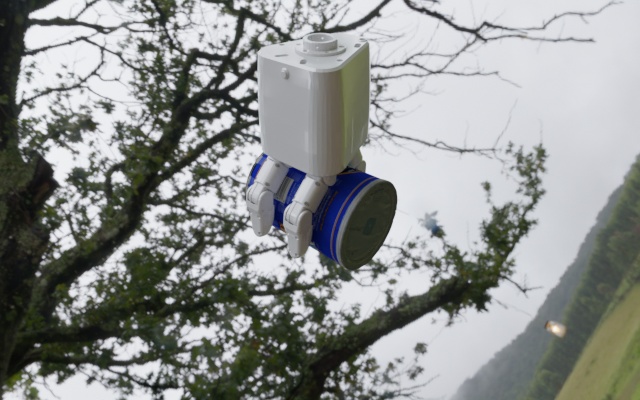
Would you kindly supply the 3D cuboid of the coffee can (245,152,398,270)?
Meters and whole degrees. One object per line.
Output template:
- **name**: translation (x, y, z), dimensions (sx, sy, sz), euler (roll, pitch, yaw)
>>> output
- **coffee can**: translation (0.000, 0.002, 0.538), dimensions (0.140, 0.103, 0.103), euler (26, 14, 32)
